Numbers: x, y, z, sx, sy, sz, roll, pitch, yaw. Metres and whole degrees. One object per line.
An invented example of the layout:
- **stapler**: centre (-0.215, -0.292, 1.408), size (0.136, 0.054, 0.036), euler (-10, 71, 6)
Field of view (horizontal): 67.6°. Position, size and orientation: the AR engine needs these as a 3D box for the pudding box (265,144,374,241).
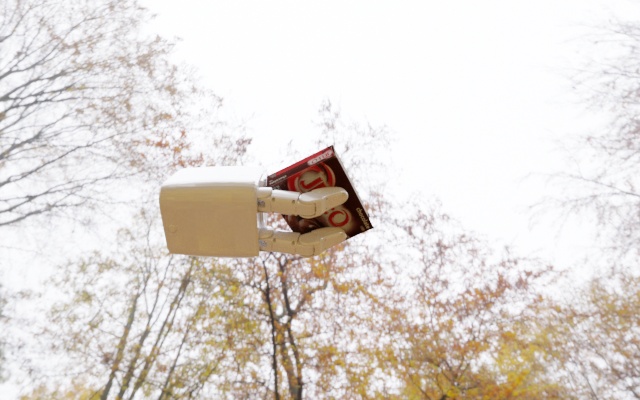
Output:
- **pudding box**: centre (0.000, 0.002, 0.570), size (0.090, 0.113, 0.039), euler (-25, 31, 11)
